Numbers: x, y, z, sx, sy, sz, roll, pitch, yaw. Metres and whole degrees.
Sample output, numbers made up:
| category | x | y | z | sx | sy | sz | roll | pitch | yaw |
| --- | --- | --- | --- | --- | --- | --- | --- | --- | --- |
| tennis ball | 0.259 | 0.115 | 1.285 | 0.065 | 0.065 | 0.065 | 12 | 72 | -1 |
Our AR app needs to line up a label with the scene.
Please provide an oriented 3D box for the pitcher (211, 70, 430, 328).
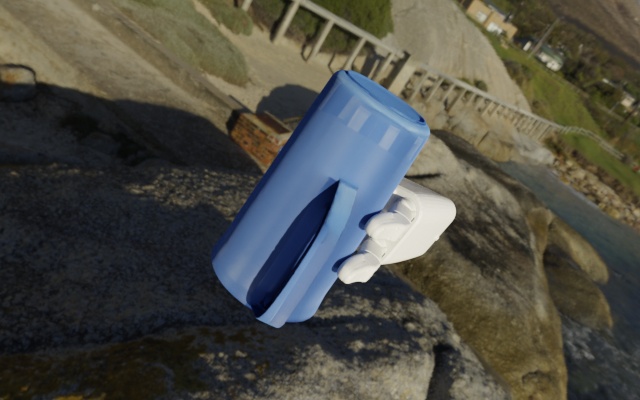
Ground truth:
| category | x | y | z | sx | sy | sz | roll | pitch | yaw |
| --- | --- | --- | --- | --- | --- | --- | --- | --- | --- |
| pitcher | 0.000 | 0.002 | 0.480 | 0.145 | 0.243 | 0.149 | 2 | 37 | -53 |
